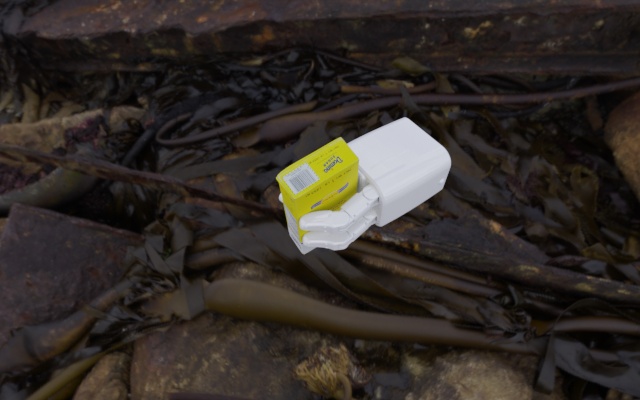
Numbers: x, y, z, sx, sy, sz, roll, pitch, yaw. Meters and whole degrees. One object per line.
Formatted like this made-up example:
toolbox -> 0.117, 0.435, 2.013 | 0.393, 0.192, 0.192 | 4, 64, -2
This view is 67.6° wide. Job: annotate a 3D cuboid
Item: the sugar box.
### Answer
sugar box -> 0.001, 0.002, 0.619 | 0.093, 0.048, 0.176 | -31, -26, -12
